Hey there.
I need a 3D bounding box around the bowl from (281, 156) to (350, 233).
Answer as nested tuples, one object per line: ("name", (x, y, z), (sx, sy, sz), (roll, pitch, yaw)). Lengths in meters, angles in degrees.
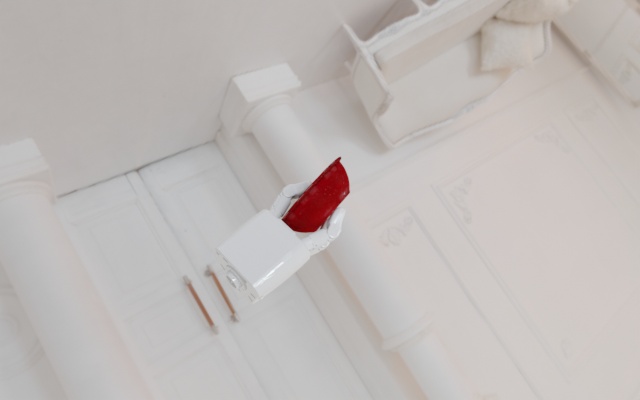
("bowl", (0.001, 0.002, 0.812), (0.055, 0.162, 0.162), (41, 2, 2))
